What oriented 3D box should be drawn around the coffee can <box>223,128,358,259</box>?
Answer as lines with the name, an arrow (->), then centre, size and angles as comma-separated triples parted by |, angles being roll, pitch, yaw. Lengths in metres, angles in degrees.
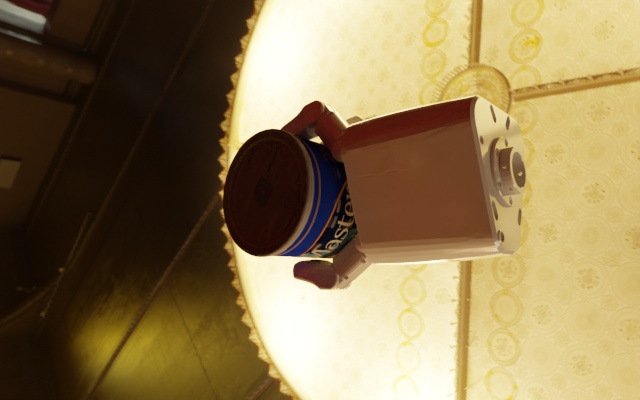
coffee can -> 0.000, 0.001, 0.428 | 0.103, 0.103, 0.140 | 0, -7, 42
